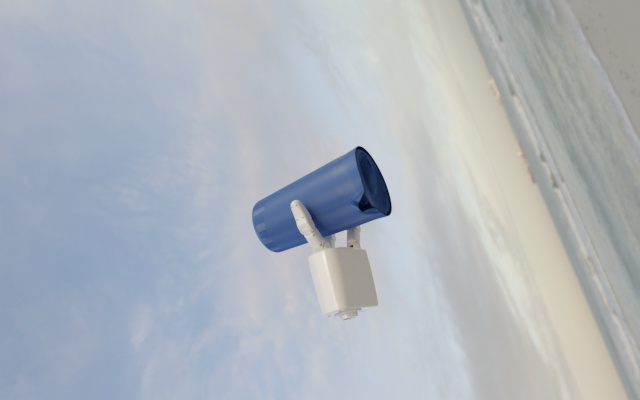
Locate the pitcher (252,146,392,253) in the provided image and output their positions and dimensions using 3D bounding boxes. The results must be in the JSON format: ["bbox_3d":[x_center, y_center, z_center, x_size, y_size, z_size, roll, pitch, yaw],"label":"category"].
[{"bbox_3d":[0.000,0.003,0.884,0.243,0.145,0.149,-24,-21,23],"label":"pitcher"}]
